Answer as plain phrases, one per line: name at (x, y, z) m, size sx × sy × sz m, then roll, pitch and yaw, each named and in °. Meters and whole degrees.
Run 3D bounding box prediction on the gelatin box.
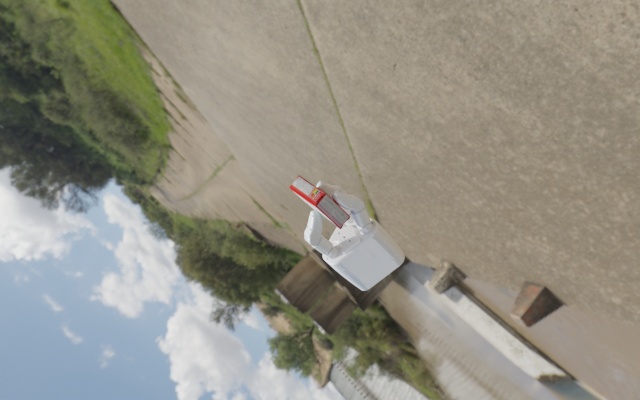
gelatin box at (0.000, 0.003, 0.791) m, size 0.073 × 0.030 × 0.089 m, roll 35°, pitch -5°, yaw 42°
